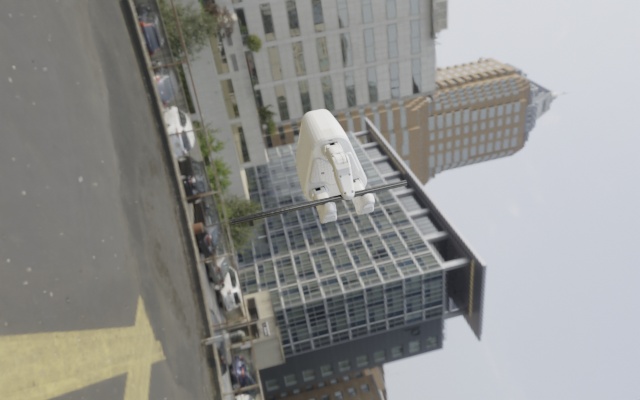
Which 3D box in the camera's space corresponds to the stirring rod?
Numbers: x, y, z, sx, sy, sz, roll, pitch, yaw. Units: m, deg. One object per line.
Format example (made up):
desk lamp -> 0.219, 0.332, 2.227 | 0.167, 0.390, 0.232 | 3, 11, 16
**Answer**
stirring rod -> 0.000, 0.002, 0.637 | 0.239, 0.011, 0.011 | -13, 1, -6
